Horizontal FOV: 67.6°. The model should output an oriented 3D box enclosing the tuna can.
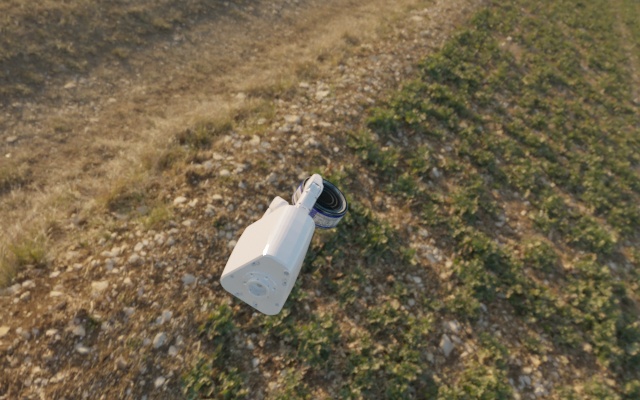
[{"bbox_3d":[0.000,0.002,0.755,0.086,0.086,0.034,0,-42,-42],"label":"tuna can"}]
